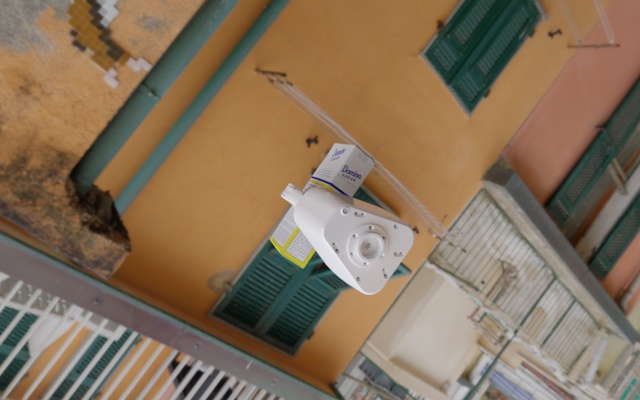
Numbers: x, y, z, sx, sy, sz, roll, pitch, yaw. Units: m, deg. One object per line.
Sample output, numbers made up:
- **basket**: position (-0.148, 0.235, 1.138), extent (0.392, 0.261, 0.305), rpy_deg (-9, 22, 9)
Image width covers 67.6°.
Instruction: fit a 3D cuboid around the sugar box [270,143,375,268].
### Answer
- **sugar box**: position (0.001, 0.003, 0.675), extent (0.048, 0.176, 0.093), rpy_deg (38, -3, -19)
